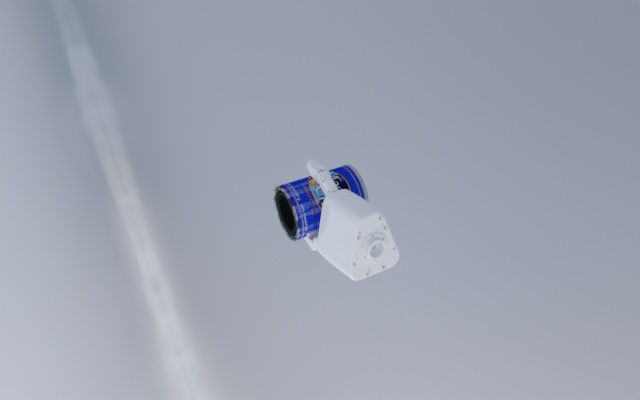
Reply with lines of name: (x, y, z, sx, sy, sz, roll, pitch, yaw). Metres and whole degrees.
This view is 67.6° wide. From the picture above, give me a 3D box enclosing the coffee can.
coffee can: (0.000, 0.003, 0.855, 0.140, 0.103, 0.103, -18, 7, -21)
